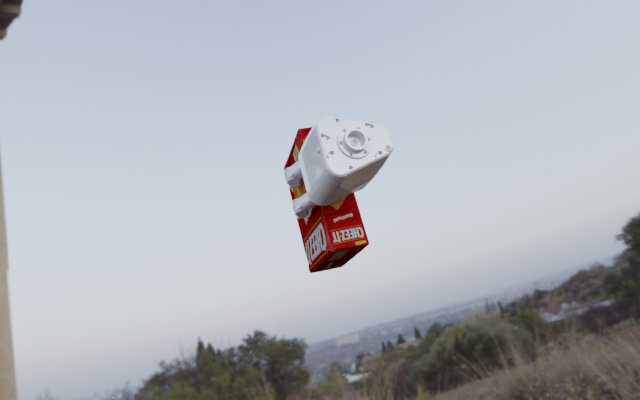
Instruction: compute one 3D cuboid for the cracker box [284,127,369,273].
[{"bbox_3d":[0.000,0.003,0.827,0.072,0.213,0.164,-9,-18,-17],"label":"cracker box"}]
